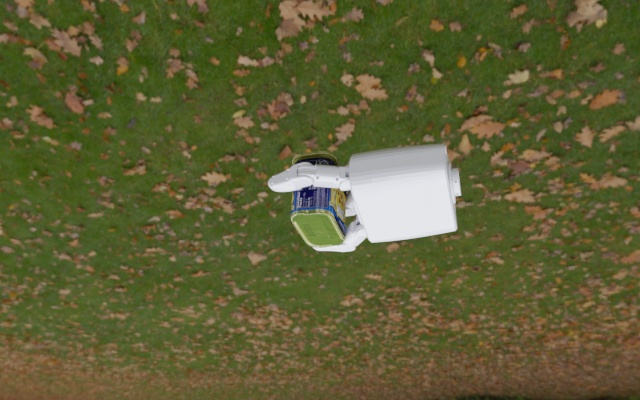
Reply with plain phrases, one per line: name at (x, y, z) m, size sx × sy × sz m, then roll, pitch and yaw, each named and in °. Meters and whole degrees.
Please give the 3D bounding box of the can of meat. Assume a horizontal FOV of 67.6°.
can of meat at (0.000, 0.002, 0.599) m, size 0.057 × 0.084 × 0.102 m, roll -6°, pitch -30°, yaw 14°
